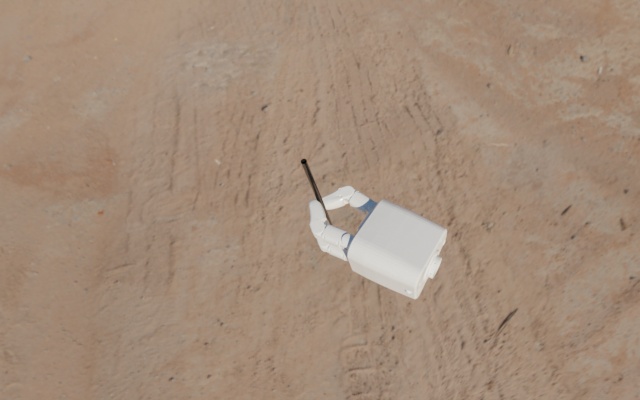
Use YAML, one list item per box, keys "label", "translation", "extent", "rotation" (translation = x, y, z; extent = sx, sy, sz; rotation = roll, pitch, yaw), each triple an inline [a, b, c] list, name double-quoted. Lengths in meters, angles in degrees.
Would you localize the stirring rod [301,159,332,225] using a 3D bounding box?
- label: "stirring rod"
  translation: [0.000, 0.002, 0.715]
  extent: [0.011, 0.011, 0.240]
  rotation: [0, -26, 11]
